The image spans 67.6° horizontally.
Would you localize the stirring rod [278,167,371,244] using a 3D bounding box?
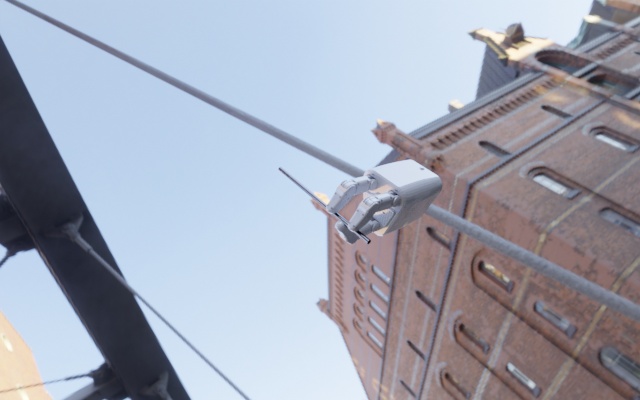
[{"bbox_3d":[0.000,0.003,0.804,0.011,0.011,0.239,0,31,-46],"label":"stirring rod"}]
